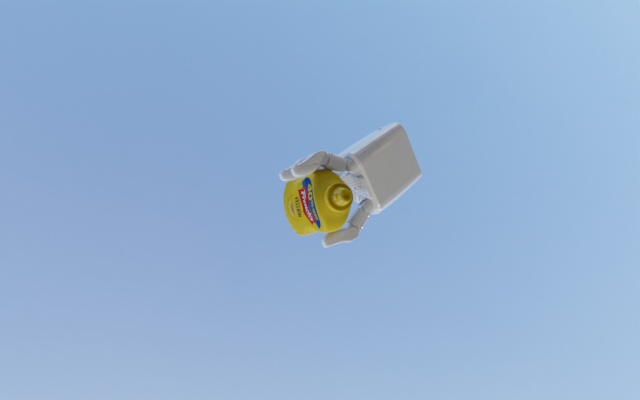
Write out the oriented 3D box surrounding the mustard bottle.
[{"bbox_3d":[0.000,0.003,0.732,0.058,0.096,0.191,-11,-2,-23],"label":"mustard bottle"}]
